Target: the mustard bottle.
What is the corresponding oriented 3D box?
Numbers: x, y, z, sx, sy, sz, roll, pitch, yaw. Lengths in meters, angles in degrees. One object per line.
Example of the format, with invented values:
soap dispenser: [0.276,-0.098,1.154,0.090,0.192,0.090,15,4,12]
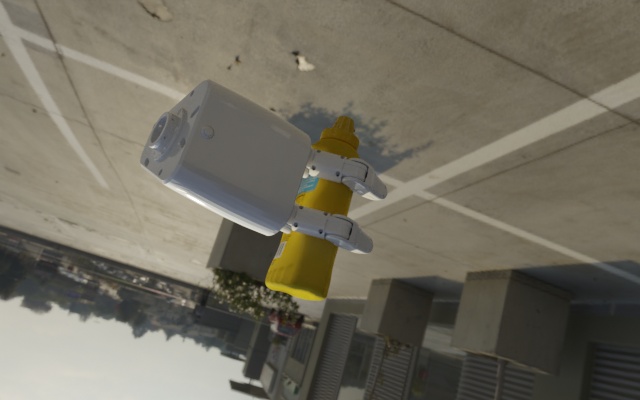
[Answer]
mustard bottle: [0.000,0.002,0.483,0.058,0.191,0.096,20,-16,-11]
